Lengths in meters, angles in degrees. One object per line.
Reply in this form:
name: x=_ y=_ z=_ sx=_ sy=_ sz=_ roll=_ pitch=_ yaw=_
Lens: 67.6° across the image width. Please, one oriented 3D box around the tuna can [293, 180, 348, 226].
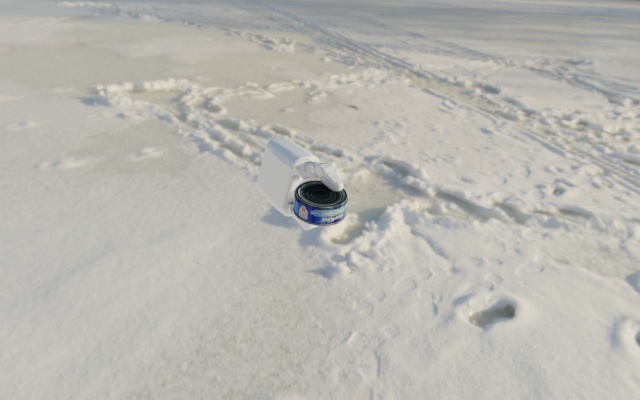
tuna can: x=0.000 y=0.002 z=0.750 sx=0.086 sy=0.034 sz=0.086 roll=5 pitch=32 yaw=-3
